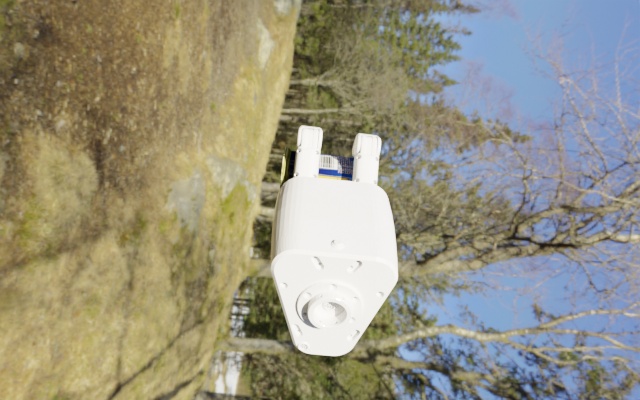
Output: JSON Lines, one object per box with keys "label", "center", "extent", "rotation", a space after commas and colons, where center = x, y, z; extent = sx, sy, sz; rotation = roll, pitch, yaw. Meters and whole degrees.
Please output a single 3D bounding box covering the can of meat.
{"label": "can of meat", "center": [0.000, 0.002, 0.487], "extent": [0.084, 0.102, 0.057], "rotation": [6, 27, -2]}
